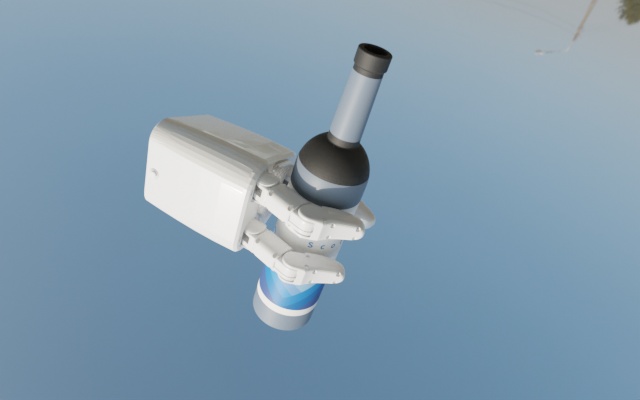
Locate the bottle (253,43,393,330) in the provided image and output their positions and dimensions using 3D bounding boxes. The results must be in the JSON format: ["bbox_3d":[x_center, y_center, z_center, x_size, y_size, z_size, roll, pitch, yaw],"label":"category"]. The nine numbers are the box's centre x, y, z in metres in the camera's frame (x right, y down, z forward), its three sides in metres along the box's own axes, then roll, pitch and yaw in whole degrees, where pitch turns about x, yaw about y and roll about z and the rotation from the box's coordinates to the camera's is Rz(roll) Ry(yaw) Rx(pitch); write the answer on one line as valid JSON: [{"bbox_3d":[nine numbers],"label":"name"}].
[{"bbox_3d":[0.000,0.002,0.441,0.069,0.296,0.069,13,35,-10],"label":"bottle"}]
